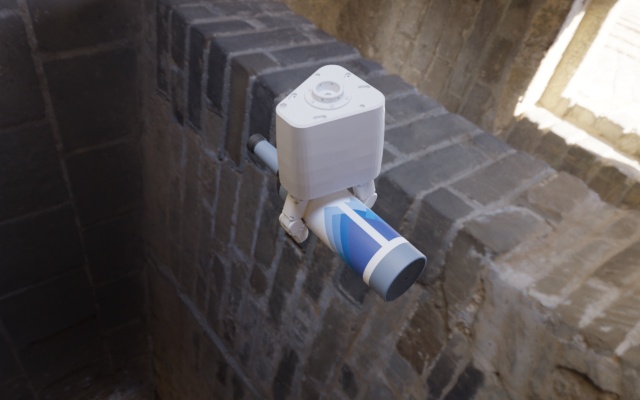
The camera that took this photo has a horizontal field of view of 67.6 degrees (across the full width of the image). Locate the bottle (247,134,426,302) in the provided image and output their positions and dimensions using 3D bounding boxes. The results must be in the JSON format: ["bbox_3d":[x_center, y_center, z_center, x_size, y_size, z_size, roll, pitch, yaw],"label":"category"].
[{"bbox_3d":[0.000,0.002,0.598,0.295,0.069,0.069,42,25,31],"label":"bottle"}]
